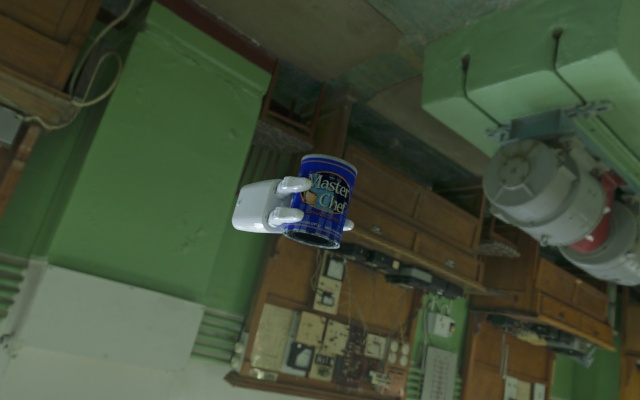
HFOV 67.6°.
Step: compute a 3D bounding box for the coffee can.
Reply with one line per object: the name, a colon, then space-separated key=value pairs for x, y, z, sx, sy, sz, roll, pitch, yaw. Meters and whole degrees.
coffee can: x=0.000 y=0.003 z=0.839 sx=0.103 sy=0.140 sz=0.103 roll=13 pitch=-16 yaw=4
